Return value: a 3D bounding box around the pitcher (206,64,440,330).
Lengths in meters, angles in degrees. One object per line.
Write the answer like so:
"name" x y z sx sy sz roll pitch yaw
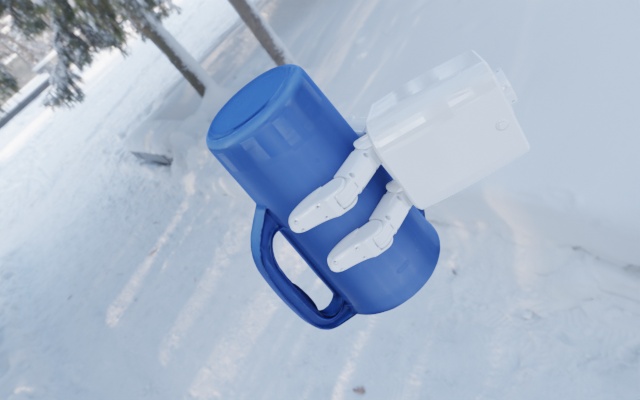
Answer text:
"pitcher" 0.000 0.001 0.465 0.145 0.243 0.149 -28 32 22
